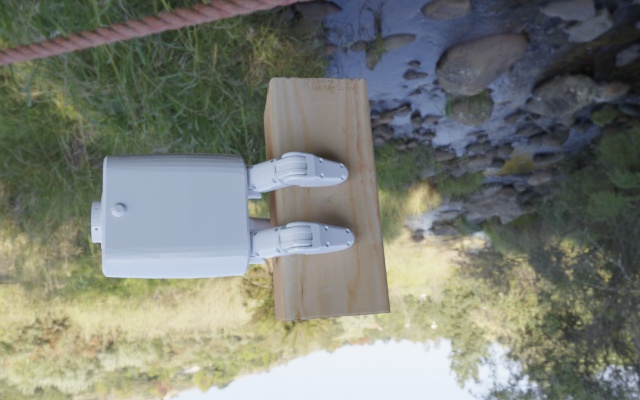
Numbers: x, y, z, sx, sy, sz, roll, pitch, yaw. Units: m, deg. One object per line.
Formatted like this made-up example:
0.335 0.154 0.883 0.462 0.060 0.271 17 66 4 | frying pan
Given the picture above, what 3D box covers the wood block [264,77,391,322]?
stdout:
0.000 0.002 0.442 0.090 0.206 0.091 -2 -12 -11 | wood block
